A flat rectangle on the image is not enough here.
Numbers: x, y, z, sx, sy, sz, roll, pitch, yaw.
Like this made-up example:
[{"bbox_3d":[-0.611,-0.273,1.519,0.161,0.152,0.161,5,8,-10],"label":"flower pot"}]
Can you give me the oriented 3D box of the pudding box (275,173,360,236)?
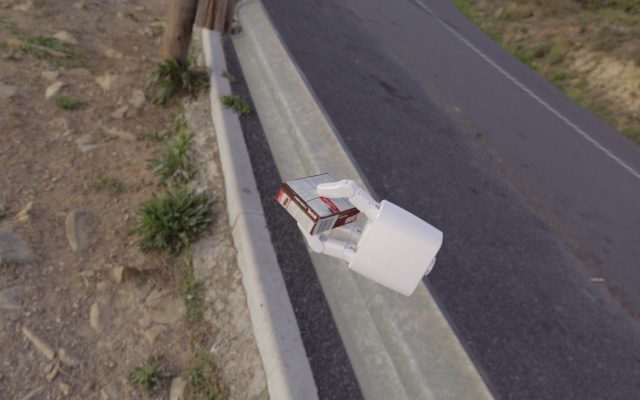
[{"bbox_3d":[0.000,0.002,0.750,0.090,0.039,0.113,43,33,25],"label":"pudding box"}]
